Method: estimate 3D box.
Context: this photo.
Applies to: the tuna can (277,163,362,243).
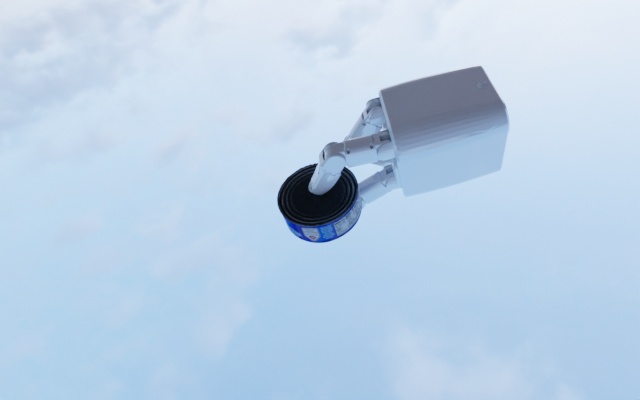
[{"bbox_3d":[0.000,0.002,0.502,0.086,0.086,0.034,0,-39,17],"label":"tuna can"}]
